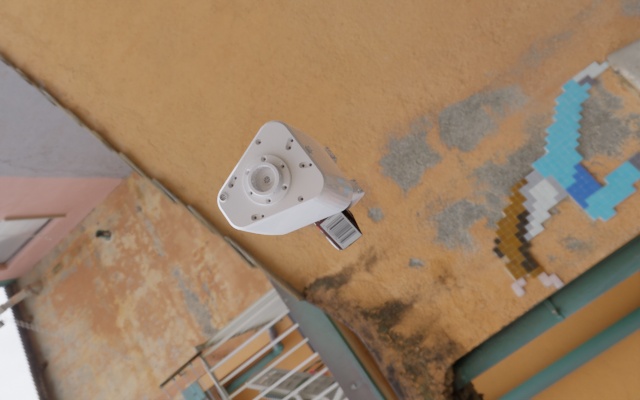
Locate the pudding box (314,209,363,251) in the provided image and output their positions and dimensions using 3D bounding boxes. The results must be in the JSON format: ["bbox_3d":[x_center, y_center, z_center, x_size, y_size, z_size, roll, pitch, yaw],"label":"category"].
[{"bbox_3d":[0.000,0.002,0.615,0.039,0.113,0.090,-39,15,7],"label":"pudding box"}]
